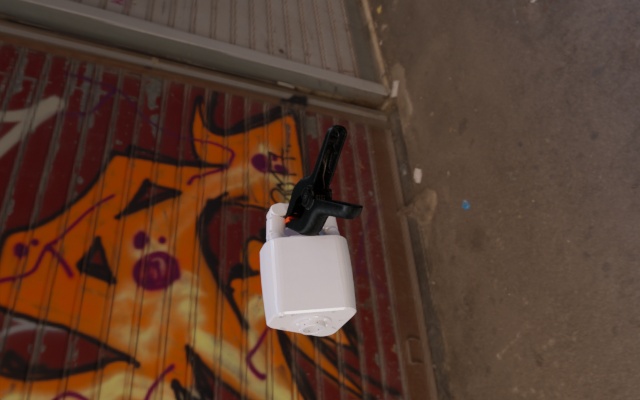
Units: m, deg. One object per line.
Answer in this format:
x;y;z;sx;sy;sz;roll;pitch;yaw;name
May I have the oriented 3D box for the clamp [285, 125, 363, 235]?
-0.001;0.002;0.602;0.039;0.120;0.172;8;-38;-22;clamp
